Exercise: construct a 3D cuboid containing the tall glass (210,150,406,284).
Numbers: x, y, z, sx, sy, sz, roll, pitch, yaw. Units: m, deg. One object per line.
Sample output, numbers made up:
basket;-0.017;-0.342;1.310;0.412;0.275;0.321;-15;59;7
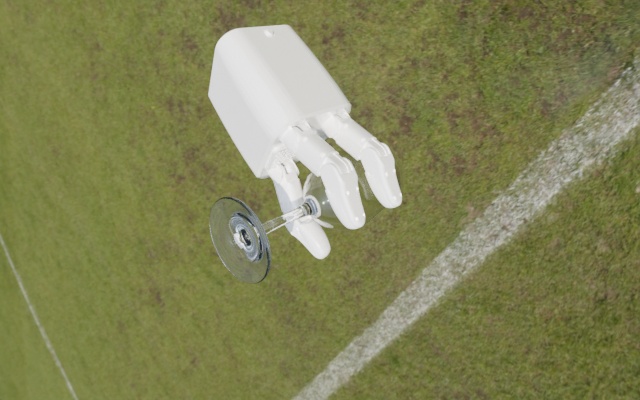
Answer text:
tall glass;0.000;0.002;0.447;0.079;0.079;0.201;0;18;44
